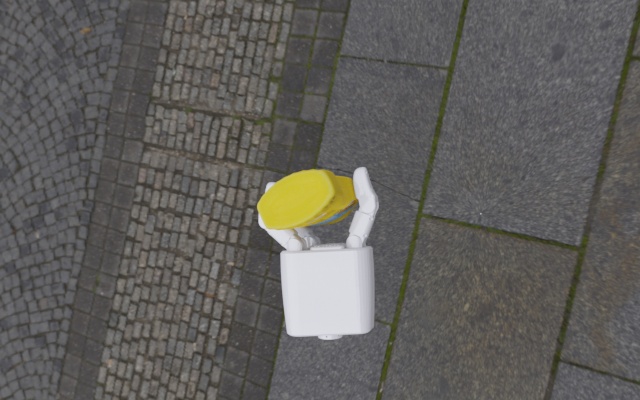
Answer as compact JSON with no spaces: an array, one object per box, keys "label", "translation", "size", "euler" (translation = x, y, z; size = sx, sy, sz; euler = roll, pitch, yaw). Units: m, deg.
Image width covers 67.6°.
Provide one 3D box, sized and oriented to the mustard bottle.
[{"label":"mustard bottle","translation":[0.000,0.002,0.620],"size":[0.096,0.058,0.191],"euler":[-29,-10,16]}]
